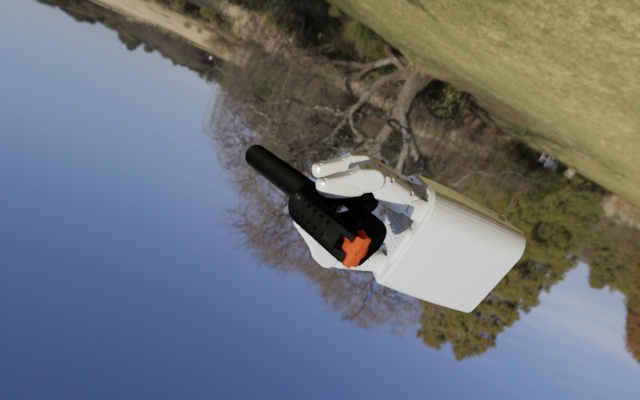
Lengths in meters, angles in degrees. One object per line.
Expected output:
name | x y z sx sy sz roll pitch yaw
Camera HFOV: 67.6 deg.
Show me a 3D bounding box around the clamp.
clamp | 0.000 0.002 0.461 0.164 0.036 0.210 22 14 -11
